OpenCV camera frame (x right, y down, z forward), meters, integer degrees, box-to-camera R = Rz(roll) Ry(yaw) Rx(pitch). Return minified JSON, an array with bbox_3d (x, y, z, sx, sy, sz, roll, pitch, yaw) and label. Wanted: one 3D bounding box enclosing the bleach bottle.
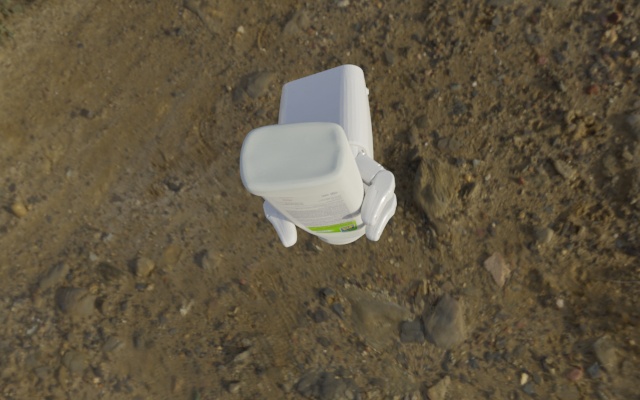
[{"bbox_3d":[0.000,0.002,0.534,0.102,0.068,0.251,-4,-21,10],"label":"bleach bottle"}]
